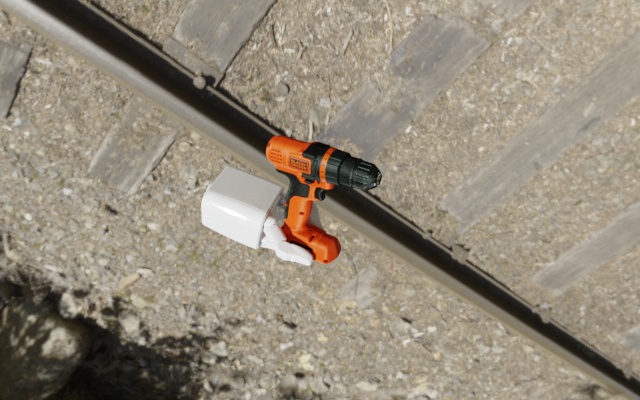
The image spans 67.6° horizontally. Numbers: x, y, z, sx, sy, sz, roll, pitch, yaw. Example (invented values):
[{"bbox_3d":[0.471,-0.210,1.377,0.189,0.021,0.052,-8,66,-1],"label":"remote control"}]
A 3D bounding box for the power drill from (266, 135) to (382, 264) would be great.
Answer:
[{"bbox_3d":[0.000,0.003,0.733,0.184,0.188,0.057,20,33,25],"label":"power drill"}]
